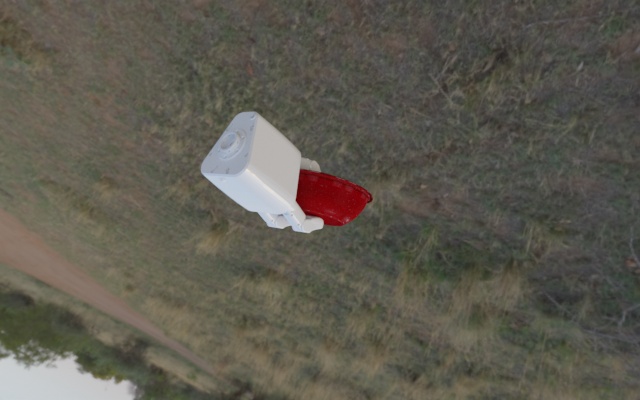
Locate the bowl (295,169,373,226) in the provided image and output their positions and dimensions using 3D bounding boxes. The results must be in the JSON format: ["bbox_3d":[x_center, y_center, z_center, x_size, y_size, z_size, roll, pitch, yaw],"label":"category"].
[{"bbox_3d":[0.001,0.003,0.770,0.162,0.055,0.162,14,-12,3],"label":"bowl"}]
